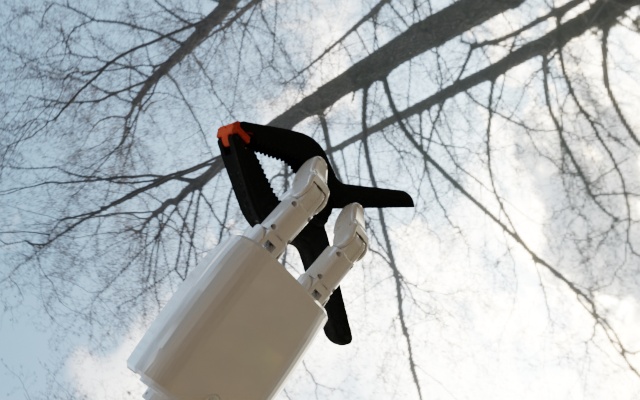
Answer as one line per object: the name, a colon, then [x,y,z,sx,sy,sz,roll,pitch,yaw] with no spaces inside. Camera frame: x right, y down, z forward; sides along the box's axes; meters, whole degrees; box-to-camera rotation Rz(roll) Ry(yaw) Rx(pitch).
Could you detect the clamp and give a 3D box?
clamp: [-0.001,0.001,0.416,0.036,0.164,0.210,-5,-48,51]
